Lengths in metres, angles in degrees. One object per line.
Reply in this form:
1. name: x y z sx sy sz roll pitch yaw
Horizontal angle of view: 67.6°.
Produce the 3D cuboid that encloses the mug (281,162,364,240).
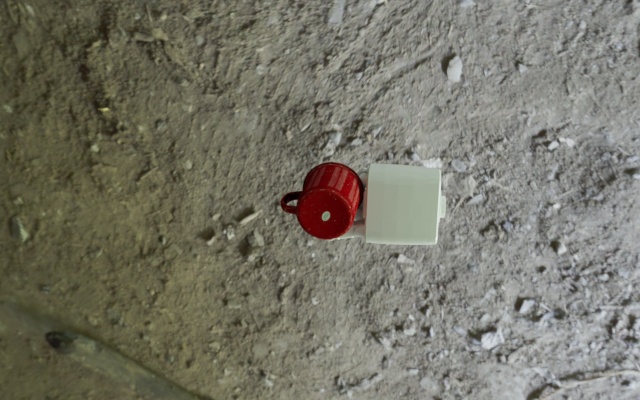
1. mug: -0.001 0.002 0.680 0.117 0.093 0.081 2 26 10
